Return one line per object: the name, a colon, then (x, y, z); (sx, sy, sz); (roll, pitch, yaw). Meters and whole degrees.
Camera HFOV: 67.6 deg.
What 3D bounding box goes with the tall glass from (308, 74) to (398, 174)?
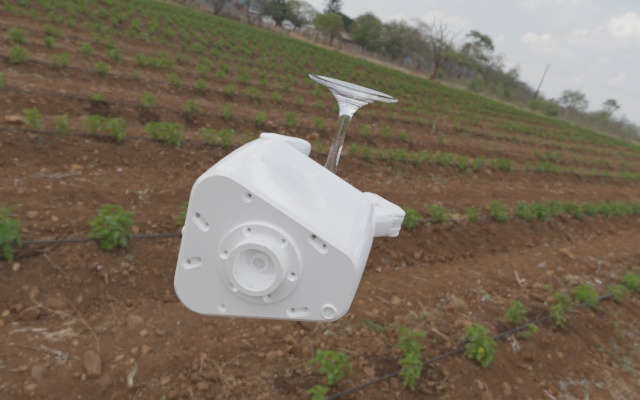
tall glass: (0.000, 0.001, 0.410); (0.079, 0.201, 0.079); (14, 18, -5)
